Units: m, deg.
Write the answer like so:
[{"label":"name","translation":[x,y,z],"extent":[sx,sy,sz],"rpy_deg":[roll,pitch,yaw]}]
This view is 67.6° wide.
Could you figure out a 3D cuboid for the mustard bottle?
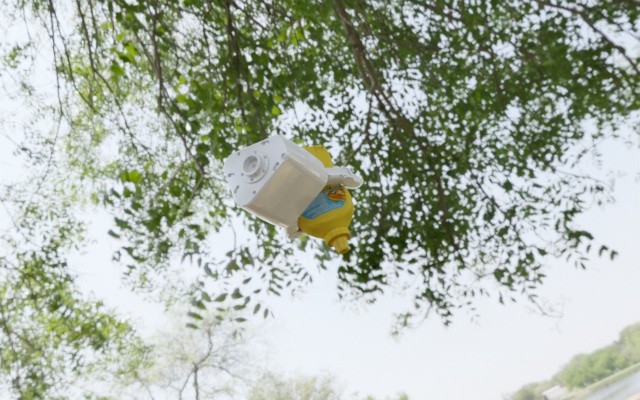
[{"label":"mustard bottle","translation":[0.000,0.002,0.776],"extent":[0.096,0.191,0.058],"rpy_deg":[-22,-30,-6]}]
